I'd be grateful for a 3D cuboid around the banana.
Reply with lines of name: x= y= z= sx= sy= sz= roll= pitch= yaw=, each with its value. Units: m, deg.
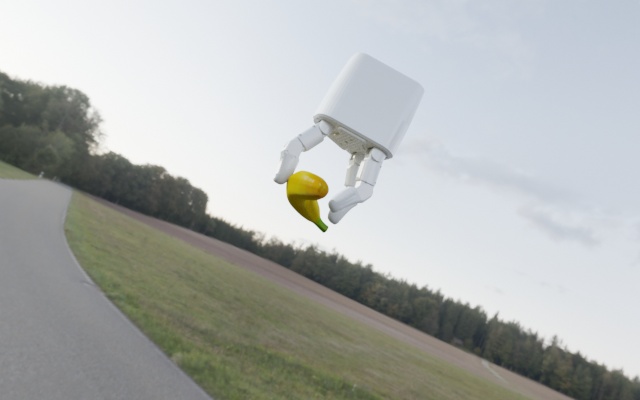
banana: x=-0.016 y=-0.007 z=0.623 sx=0.069 sy=0.037 sz=0.198 roll=31 pitch=-11 yaw=10
